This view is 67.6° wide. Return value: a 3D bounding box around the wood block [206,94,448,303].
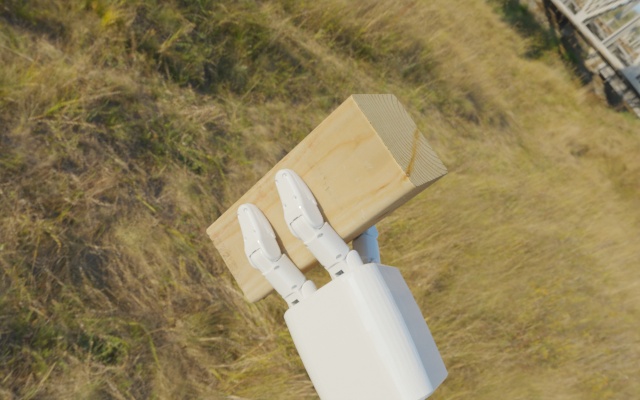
[{"bbox_3d":[0.001,0.002,0.447,0.206,0.090,0.091,-39,-10,31],"label":"wood block"}]
